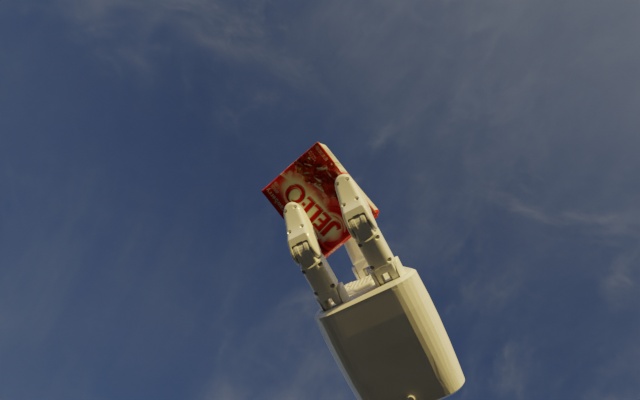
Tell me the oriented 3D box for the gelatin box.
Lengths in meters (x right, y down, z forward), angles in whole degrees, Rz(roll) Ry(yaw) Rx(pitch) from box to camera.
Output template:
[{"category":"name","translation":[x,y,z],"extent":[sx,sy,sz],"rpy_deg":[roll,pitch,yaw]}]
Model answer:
[{"category":"gelatin box","translation":[0.000,0.001,0.453],"extent":[0.073,0.089,0.030],"rpy_deg":[-40,-10,11]}]
